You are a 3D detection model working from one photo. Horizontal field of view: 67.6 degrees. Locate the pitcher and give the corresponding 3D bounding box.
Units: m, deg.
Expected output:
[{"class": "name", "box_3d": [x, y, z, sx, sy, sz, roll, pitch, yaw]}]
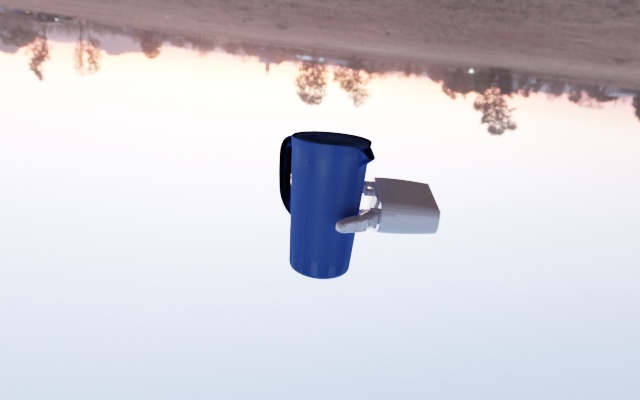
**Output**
[{"class": "pitcher", "box_3d": [0.000, 0.003, 0.822, 0.145, 0.243, 0.149, 3, 17, -9]}]
